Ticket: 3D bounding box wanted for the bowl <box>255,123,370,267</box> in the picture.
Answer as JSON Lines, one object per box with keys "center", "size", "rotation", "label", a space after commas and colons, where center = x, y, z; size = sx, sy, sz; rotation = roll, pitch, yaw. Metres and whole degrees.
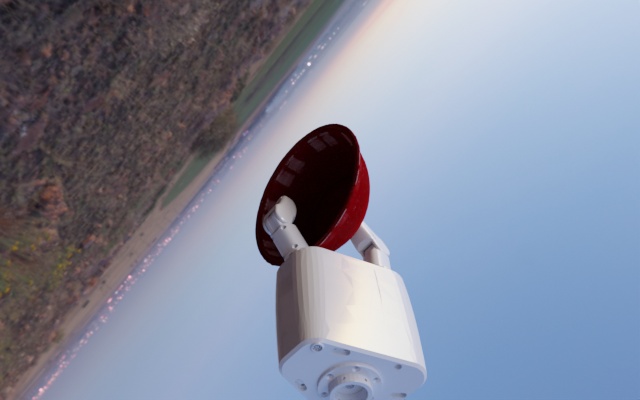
{"center": [0.000, 0.001, 0.509], "size": [0.055, 0.162, 0.162], "rotation": [29, -17, -33], "label": "bowl"}
